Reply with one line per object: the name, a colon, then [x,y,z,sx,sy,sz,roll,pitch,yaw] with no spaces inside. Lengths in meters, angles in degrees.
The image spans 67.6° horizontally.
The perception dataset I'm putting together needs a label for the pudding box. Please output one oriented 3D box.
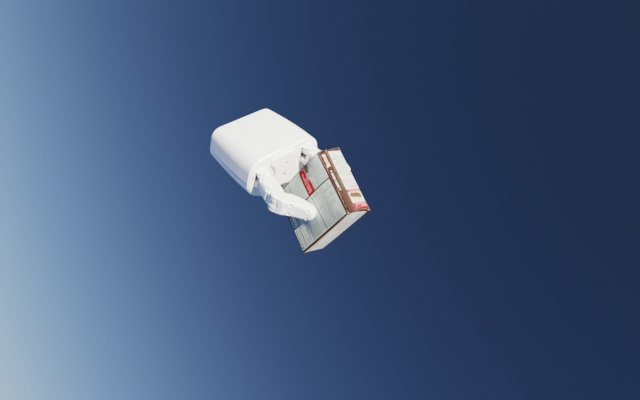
pudding box: [0.000,0.002,0.599,0.039,0.090,0.113,-12,-21,-38]
